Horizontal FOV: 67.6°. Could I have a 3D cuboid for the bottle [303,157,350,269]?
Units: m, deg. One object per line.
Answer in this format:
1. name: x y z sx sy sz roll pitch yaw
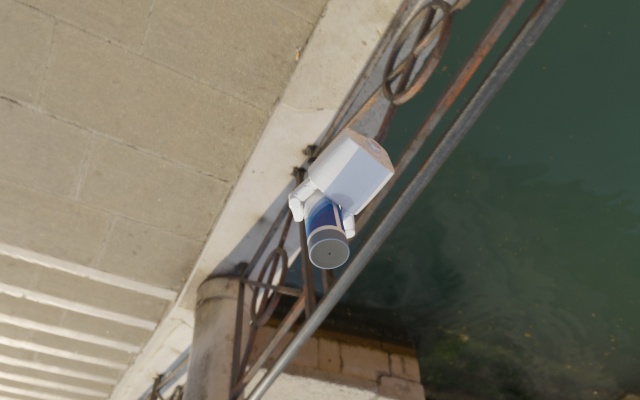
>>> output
1. bottle: 0.000 0.003 0.893 0.069 0.069 0.295 0 35 -7
